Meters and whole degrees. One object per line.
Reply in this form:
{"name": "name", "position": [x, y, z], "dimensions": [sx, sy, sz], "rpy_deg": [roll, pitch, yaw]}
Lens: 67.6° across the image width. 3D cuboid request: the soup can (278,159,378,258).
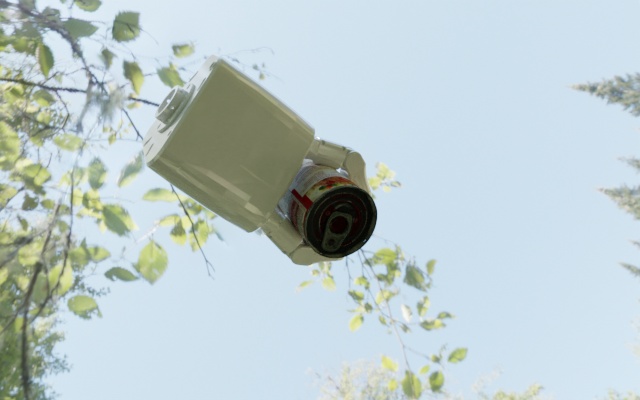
{"name": "soup can", "position": [0.000, 0.002, 0.451], "dimensions": [0.068, 0.068, 0.102], "rpy_deg": [0, 21, -23]}
